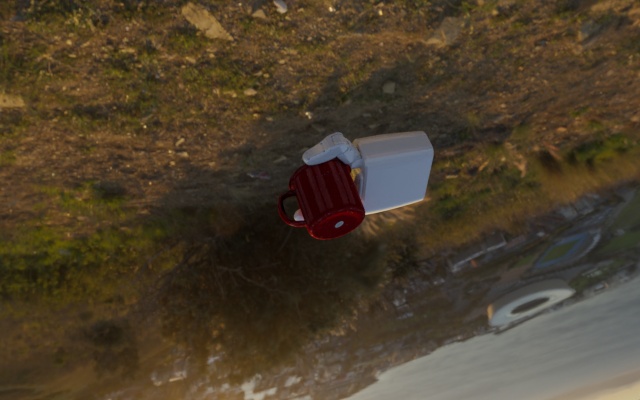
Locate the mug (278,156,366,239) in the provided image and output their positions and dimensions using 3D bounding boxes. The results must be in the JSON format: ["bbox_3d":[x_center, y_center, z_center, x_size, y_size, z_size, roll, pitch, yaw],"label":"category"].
[{"bbox_3d":[-0.001,0.003,0.650,0.117,0.081,0.093,-13,-30,-13],"label":"mug"}]
